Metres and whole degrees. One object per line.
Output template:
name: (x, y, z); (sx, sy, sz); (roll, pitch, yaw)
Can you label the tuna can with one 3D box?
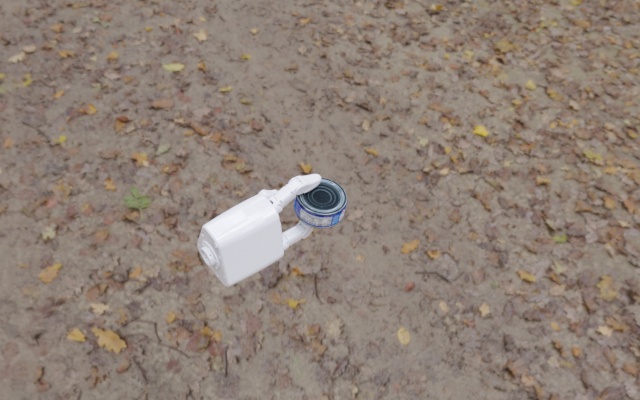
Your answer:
tuna can: (0.000, 0.002, 0.780); (0.086, 0.086, 0.034); (0, -42, -11)
